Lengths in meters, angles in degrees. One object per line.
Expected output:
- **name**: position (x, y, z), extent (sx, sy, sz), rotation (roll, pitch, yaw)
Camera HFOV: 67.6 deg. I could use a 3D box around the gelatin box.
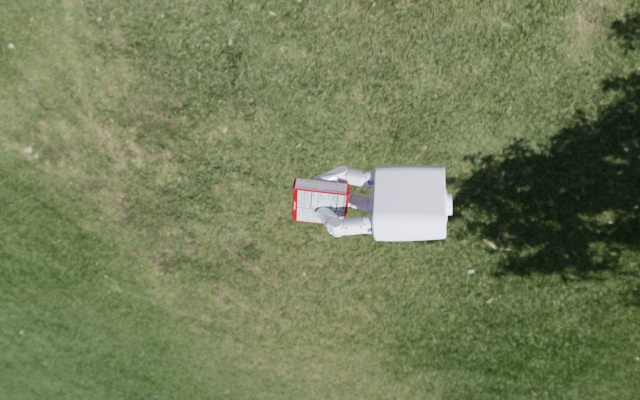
- **gelatin box**: position (0.000, 0.003, 0.763), extent (0.089, 0.030, 0.073), rotation (6, -44, 1)
